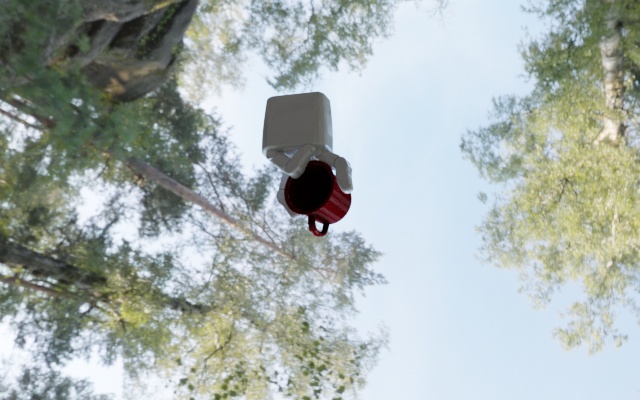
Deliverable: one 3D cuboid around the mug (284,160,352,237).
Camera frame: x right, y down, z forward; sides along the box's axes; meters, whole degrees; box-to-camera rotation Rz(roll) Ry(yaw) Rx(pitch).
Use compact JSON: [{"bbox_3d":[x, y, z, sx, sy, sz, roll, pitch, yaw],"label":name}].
[{"bbox_3d":[0.000,0.004,0.784,0.093,0.117,0.081,-11,-24,26],"label":"mug"}]
